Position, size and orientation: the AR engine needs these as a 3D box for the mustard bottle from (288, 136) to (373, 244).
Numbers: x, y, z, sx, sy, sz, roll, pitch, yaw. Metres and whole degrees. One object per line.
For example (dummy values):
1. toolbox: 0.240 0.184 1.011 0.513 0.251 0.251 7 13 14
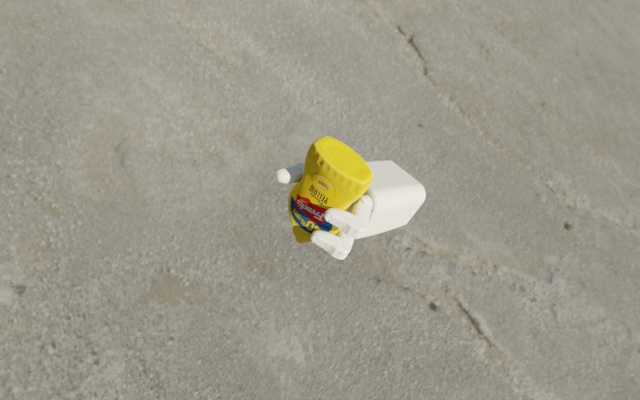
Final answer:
1. mustard bottle: 0.000 0.002 0.711 0.096 0.192 0.058 40 46 12
